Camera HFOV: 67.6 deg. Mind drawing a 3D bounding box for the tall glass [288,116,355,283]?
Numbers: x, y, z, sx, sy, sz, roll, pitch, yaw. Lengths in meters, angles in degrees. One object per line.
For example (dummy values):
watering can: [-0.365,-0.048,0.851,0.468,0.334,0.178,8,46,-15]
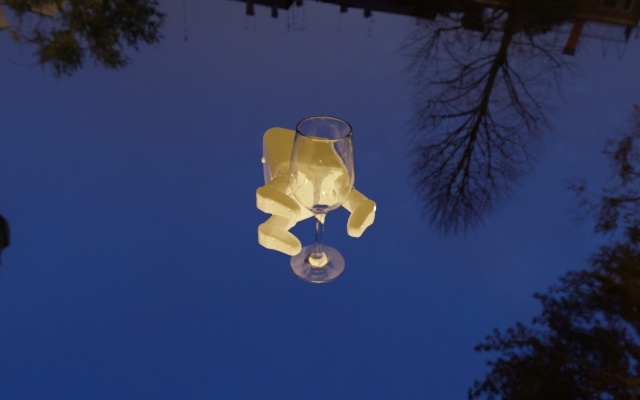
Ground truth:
tall glass: [0.000,0.003,0.579,0.079,0.201,0.079,2,35,-1]
